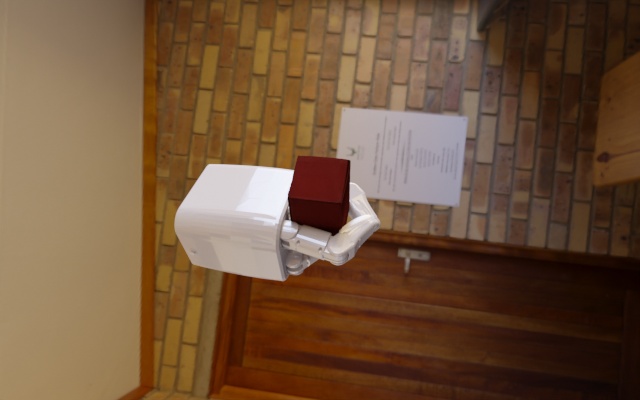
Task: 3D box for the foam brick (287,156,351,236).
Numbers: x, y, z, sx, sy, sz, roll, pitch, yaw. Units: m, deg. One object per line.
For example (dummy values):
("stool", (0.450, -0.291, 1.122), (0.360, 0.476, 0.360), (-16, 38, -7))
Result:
("foam brick", (0.000, 0.001, 0.465), (0.051, 0.053, 0.078), (8, -35, 8))
